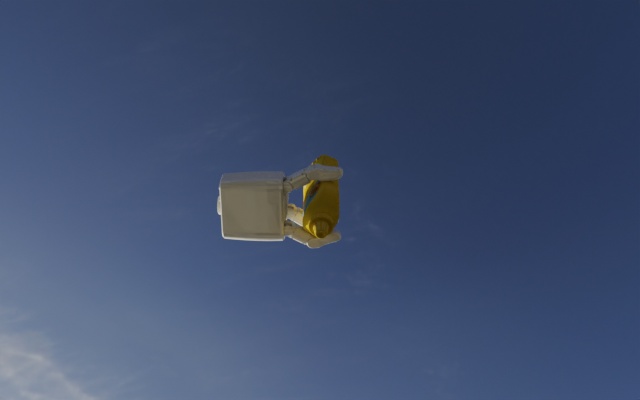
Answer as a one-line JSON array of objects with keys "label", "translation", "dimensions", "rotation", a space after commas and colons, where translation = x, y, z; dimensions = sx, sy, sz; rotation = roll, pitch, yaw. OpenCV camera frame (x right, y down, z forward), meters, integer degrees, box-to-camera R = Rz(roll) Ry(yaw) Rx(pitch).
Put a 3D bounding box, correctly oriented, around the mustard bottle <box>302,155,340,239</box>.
[{"label": "mustard bottle", "translation": [0.000, 0.003, 0.827], "dimensions": [0.058, 0.096, 0.191], "rotation": [21, 29, -12]}]
